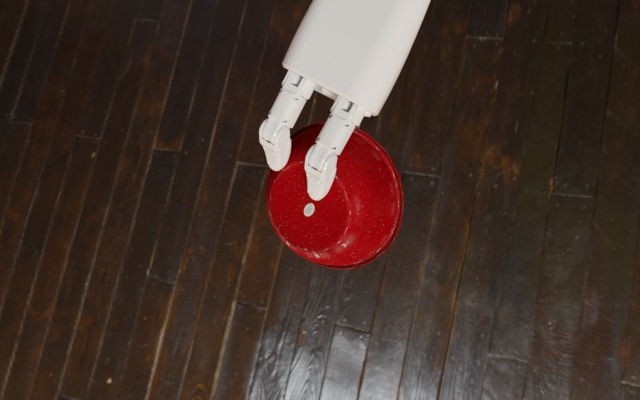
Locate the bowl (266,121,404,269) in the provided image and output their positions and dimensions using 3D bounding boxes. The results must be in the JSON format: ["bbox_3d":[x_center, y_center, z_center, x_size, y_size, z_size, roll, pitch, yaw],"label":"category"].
[{"bbox_3d":[0.000,0.003,0.492,0.162,0.162,0.055,0,12,29],"label":"bowl"}]
